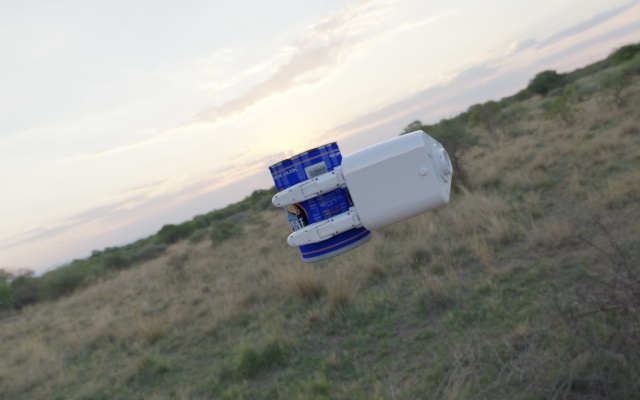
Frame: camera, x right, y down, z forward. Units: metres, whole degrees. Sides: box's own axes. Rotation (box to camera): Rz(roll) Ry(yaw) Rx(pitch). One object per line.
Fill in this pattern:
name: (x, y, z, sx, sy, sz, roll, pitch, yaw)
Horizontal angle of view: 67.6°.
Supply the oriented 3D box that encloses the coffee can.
coffee can: (0.000, 0.002, 0.660, 0.103, 0.140, 0.103, -21, 3, 1)
